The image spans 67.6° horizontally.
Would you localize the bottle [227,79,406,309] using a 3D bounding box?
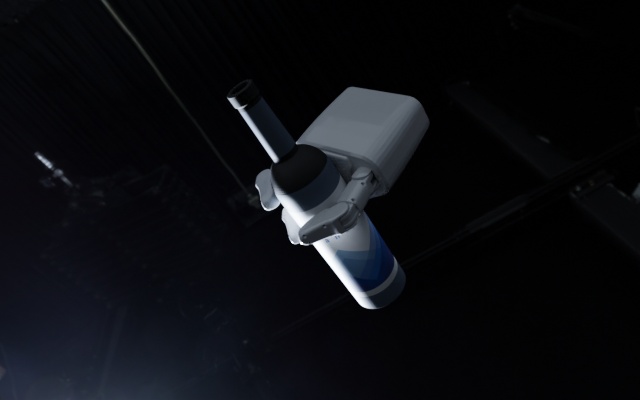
[{"bbox_3d":[0.000,0.002,0.504,0.069,0.069,0.296,0,-44,44],"label":"bottle"}]
